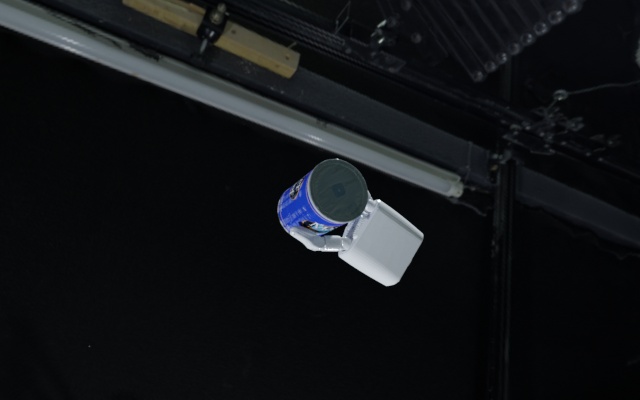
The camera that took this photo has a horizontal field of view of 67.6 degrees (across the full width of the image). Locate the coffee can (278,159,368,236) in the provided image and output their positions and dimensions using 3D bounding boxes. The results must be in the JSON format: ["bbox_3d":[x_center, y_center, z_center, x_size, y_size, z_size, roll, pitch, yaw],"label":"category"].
[{"bbox_3d":[0.000,0.003,0.794,0.103,0.102,0.140,0,-15,-26],"label":"coffee can"}]
